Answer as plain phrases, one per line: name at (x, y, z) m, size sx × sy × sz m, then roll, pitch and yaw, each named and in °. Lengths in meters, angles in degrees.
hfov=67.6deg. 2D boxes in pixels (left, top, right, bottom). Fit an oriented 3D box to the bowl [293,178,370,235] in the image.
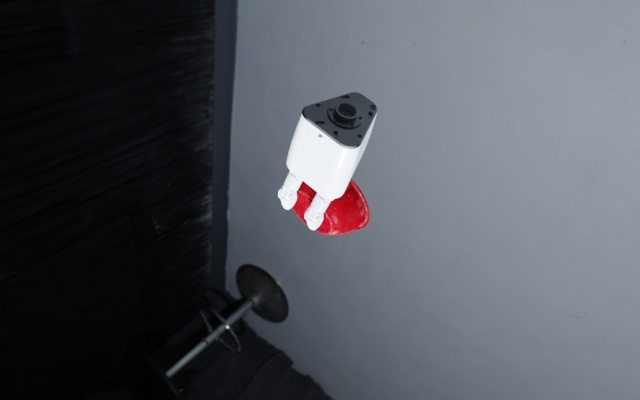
bowl at (0.000, 0.004, 0.779) m, size 0.055 × 0.162 × 0.162 m, roll -45°, pitch 23°, yaw -25°
